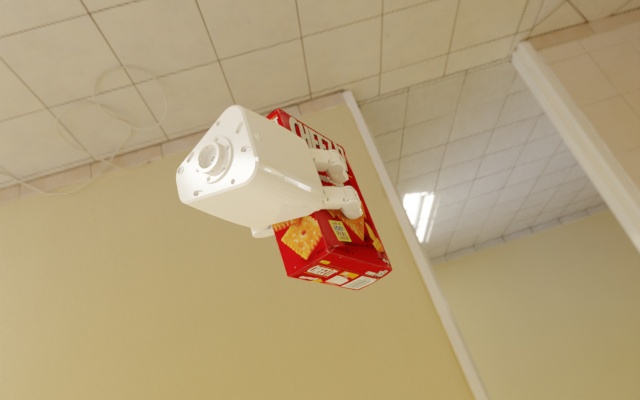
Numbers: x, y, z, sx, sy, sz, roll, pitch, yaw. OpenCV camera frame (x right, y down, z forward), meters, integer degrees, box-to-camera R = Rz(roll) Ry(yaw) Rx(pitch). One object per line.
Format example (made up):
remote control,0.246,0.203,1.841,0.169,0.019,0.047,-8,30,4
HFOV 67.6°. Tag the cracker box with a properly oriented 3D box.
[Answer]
cracker box,0.000,0.002,0.630,0.072,0.213,0.164,-32,-30,23
